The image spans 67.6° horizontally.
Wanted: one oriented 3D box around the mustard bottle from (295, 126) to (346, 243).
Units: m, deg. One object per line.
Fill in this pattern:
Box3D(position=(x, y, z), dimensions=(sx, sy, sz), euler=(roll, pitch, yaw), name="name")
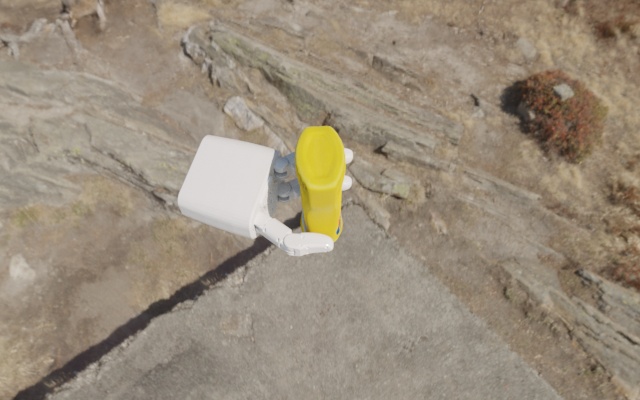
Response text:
Box3D(position=(0.000, 0.002, 0.612), dimensions=(0.058, 0.096, 0.192), euler=(-4, -35, -2), name="mustard bottle")
